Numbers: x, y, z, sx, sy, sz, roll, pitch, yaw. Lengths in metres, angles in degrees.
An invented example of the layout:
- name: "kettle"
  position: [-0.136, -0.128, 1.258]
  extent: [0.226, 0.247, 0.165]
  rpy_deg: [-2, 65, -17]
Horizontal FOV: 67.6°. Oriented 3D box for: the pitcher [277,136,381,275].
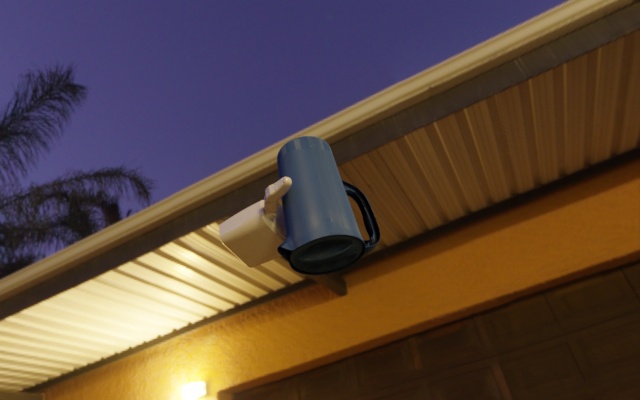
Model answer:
- name: "pitcher"
  position: [0.000, 0.003, 0.872]
  extent: [0.145, 0.242, 0.149]
  rpy_deg: [-28, -37, 20]
